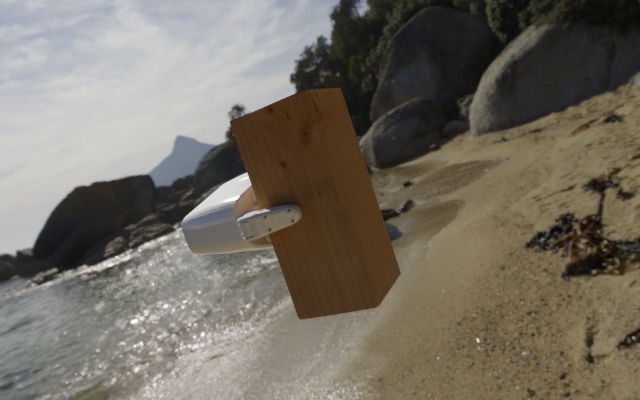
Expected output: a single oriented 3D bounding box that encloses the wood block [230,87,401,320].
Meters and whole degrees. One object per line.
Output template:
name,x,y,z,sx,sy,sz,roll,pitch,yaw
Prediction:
wood block,0.000,0.002,0.481,0.090,0.206,0.091,-16,7,27
